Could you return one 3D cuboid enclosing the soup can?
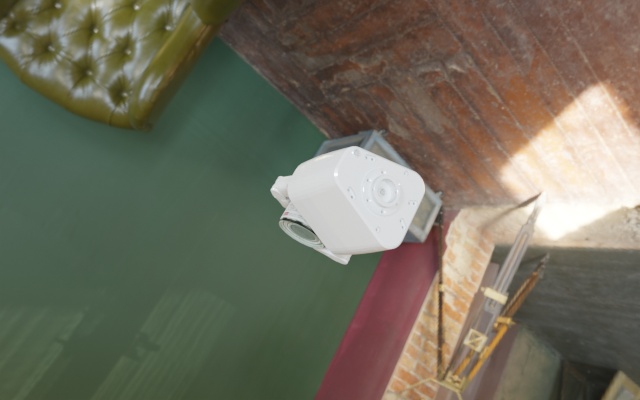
[{"bbox_3d":[0.000,0.002,0.608,0.068,0.102,0.068,25,-21,11],"label":"soup can"}]
